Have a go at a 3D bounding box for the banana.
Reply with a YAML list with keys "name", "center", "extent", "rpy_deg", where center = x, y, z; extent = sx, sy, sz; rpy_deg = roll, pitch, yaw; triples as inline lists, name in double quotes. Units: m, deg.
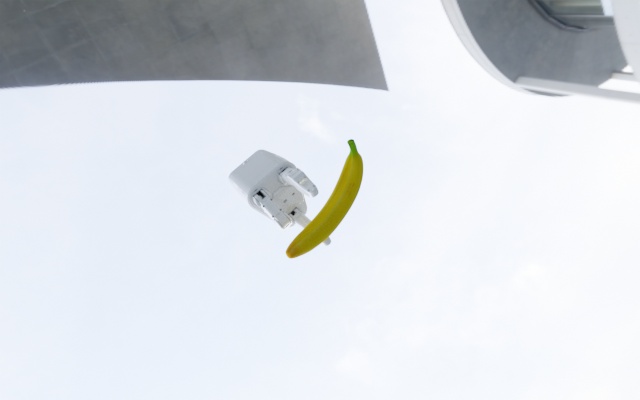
- name: "banana"
  center: [0.015, 0.006, 0.718]
  extent: [0.070, 0.198, 0.037]
  rpy_deg: [25, 5, -36]
